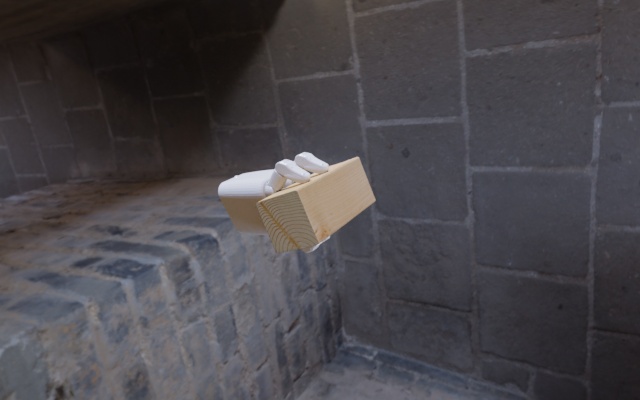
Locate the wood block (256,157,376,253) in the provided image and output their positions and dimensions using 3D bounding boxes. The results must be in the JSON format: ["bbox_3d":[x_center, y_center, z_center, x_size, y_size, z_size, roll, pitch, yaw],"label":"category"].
[{"bbox_3d":[0.000,0.003,0.810,0.090,0.091,0.206,-16,10,36],"label":"wood block"}]
